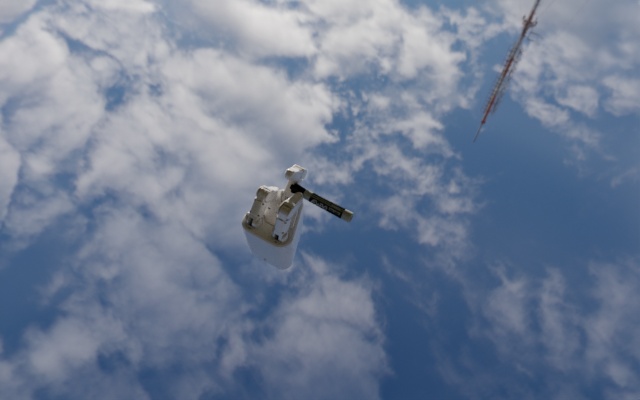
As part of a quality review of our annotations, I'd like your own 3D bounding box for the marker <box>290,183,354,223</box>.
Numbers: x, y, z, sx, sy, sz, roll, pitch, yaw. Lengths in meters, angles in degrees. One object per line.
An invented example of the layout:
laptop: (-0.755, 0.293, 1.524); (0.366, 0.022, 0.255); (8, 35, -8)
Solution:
marker: (0.000, 0.003, 0.817); (0.121, 0.020, 0.020); (28, 7, 15)
